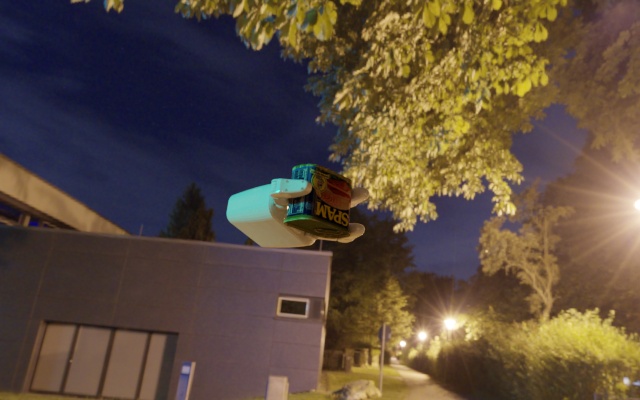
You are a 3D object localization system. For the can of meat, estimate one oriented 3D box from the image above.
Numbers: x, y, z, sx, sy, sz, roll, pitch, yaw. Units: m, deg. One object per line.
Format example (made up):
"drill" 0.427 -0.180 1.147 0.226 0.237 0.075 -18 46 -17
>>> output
"can of meat" 0.000 0.002 0.689 0.057 0.084 0.102 -11 -25 42
